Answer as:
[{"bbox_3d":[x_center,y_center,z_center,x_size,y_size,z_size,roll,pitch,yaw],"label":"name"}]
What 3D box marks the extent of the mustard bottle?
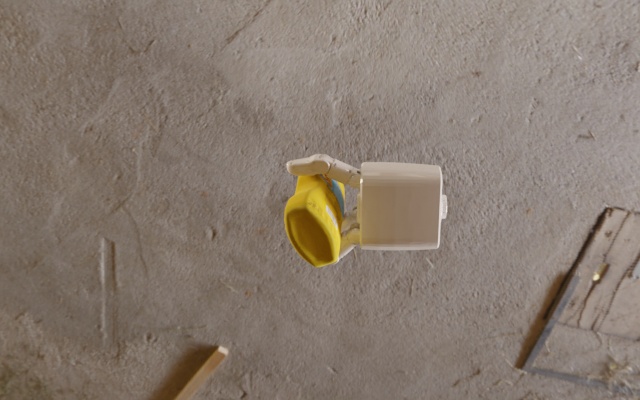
[{"bbox_3d":[0.000,0.002,0.675,0.058,0.096,0.191,-22,23,19],"label":"mustard bottle"}]
